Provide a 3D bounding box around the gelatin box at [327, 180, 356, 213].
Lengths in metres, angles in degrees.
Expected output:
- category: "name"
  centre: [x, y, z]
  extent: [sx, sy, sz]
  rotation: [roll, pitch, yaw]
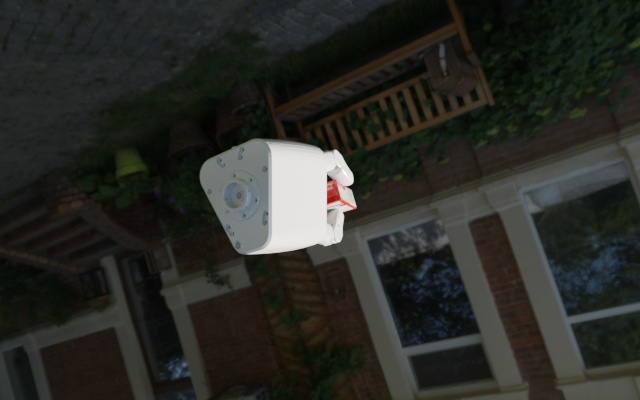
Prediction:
- category: "gelatin box"
  centre: [0.000, 0.003, 0.624]
  extent: [0.073, 0.030, 0.089]
  rotation: [-17, -12, 14]
